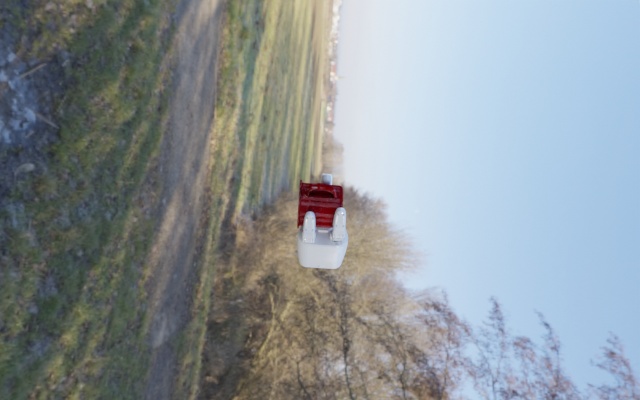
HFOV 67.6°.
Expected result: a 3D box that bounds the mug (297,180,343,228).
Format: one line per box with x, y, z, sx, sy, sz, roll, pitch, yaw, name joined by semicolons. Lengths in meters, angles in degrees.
0.000;0.002;0.895;0.081;0.093;0.117;4;-33;-1;mug
